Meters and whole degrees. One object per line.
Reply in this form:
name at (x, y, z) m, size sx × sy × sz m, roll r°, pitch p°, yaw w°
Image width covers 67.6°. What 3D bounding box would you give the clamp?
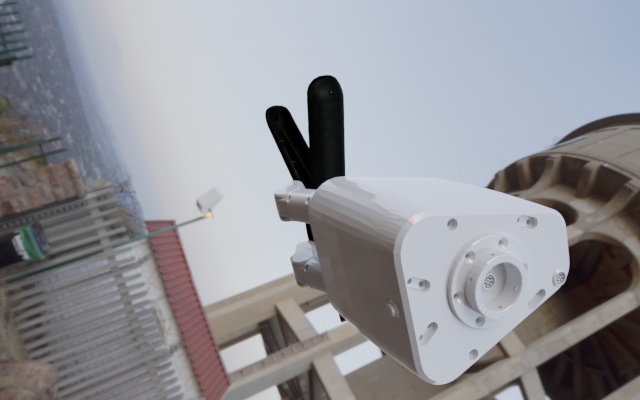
clamp at (0.001, 0.002, 0.420) m, size 0.036 × 0.210 × 0.164 m, roll -18°, pitch 15°, yaw -15°
